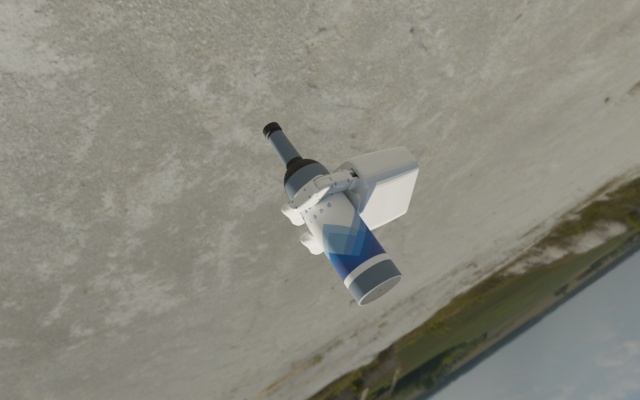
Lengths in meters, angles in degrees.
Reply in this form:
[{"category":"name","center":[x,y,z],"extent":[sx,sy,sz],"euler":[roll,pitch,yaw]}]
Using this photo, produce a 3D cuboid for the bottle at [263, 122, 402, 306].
[{"category":"bottle","center":[0.000,0.002,0.657],"extent":[0.069,0.295,0.069],"euler":[-28,-25,-14]}]
